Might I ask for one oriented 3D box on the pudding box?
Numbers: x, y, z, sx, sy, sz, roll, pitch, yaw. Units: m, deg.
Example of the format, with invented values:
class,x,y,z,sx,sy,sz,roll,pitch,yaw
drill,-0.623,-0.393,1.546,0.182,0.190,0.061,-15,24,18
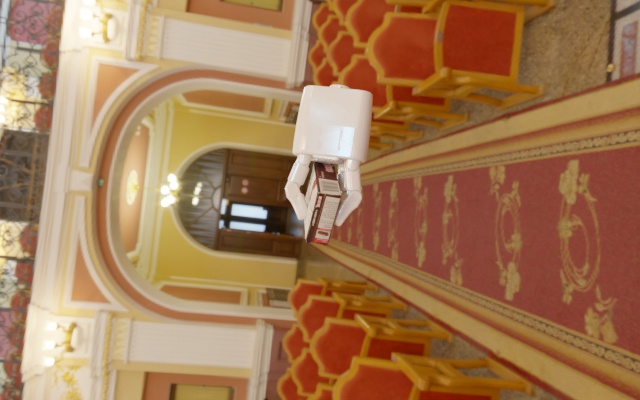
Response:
class,x,y,z,sx,sy,sz,roll,pitch,yaw
pudding box,0.000,0.002,0.746,0.039,0.090,0.113,10,27,-8
